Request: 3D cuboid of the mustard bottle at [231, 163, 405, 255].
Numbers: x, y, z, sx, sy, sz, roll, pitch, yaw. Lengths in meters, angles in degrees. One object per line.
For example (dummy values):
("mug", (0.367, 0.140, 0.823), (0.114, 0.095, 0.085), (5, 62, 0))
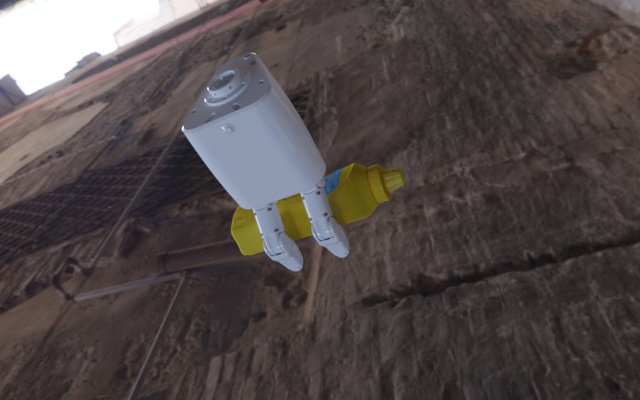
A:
("mustard bottle", (0.000, 0.002, 0.534), (0.191, 0.058, 0.096), (-19, 17, 18))
